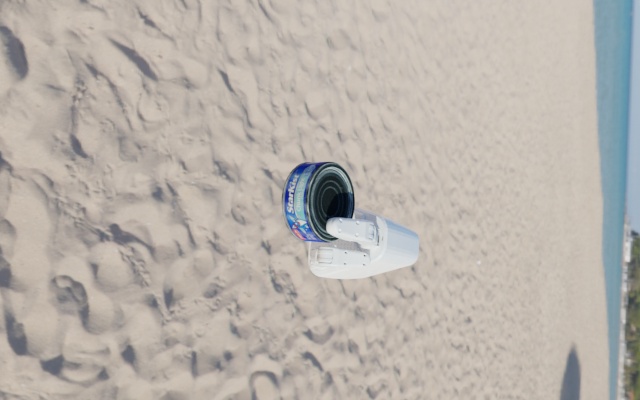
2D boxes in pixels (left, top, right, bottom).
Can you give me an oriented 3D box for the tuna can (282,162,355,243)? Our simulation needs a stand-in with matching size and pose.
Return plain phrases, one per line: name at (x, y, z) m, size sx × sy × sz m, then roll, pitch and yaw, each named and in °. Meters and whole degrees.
tuna can at (0.000, 0.002, 0.503) m, size 0.034 × 0.086 × 0.086 m, roll 1°, pitch 1°, yaw 38°
